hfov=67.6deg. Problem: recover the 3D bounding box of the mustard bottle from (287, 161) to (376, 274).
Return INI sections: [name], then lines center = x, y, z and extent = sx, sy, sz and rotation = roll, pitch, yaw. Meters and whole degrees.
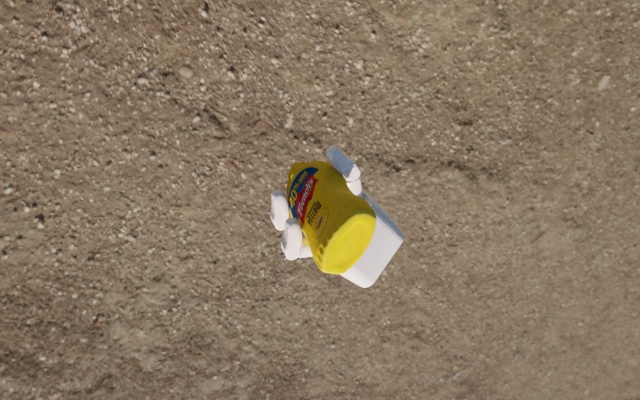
[mustard bottle]
center = 0.000, 0.002, 0.631
extent = 0.058, 0.096, 0.191
rotation = 11, 27, -31
